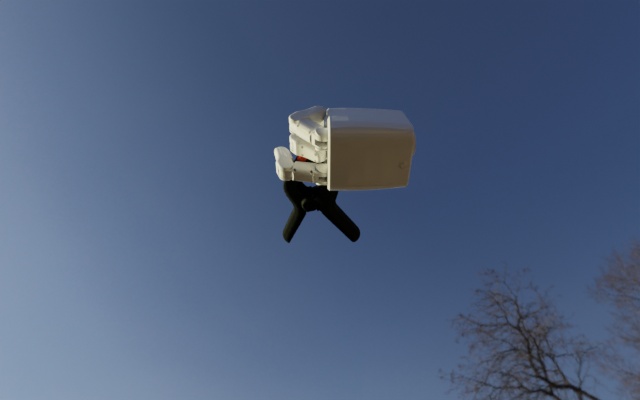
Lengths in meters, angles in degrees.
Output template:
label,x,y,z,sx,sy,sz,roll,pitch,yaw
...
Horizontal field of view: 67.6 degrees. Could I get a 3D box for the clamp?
label,x,y,z,sx,sy,sz,roll,pitch,yaw
clamp,0.000,0.002,0.695,0.120,0.172,0.039,1,43,2
